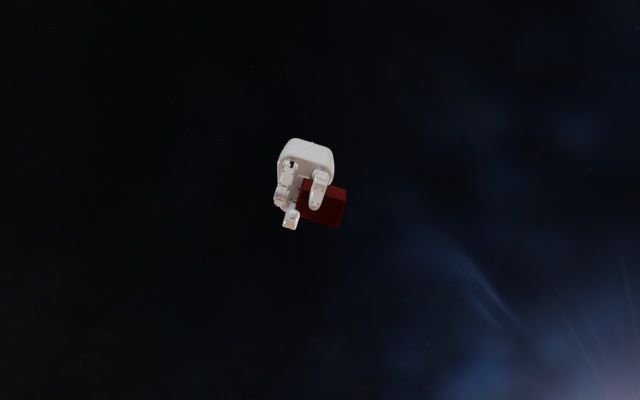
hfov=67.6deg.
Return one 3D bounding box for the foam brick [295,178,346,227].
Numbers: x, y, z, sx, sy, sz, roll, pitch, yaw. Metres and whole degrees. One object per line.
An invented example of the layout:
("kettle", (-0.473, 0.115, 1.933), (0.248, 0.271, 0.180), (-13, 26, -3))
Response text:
("foam brick", (0.000, 0.003, 0.808), (0.078, 0.053, 0.051), (17, 24, -4))
